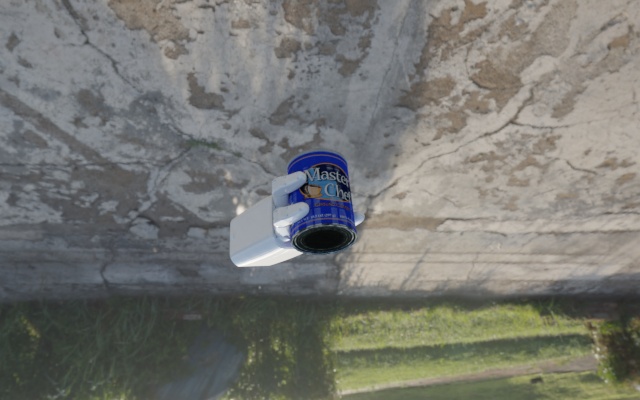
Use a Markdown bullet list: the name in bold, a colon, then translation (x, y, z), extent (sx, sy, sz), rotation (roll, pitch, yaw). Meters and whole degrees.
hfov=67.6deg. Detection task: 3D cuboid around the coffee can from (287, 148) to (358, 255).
- **coffee can**: translation (0.000, 0.002, 0.763), extent (0.103, 0.140, 0.103), rotation (-4, -31, -2)
